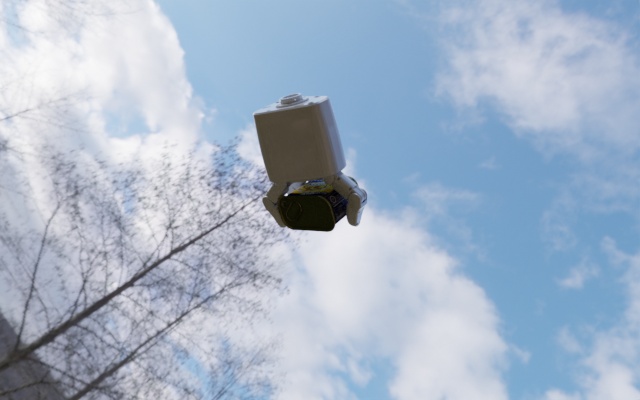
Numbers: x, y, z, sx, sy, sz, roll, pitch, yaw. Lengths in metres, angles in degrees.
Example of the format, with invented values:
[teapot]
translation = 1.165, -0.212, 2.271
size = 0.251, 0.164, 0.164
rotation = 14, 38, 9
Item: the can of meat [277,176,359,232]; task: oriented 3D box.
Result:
[can of meat]
translation = 0.000, 0.002, 0.731
size = 0.102, 0.057, 0.084
rotation = 0, 25, 38
